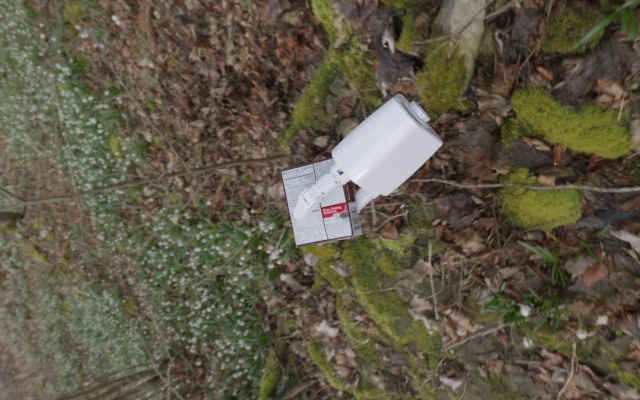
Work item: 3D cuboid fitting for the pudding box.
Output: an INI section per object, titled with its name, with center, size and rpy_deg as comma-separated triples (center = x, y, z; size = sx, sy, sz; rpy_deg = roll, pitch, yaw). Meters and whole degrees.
[pudding box]
center = 0.000, 0.002, 0.658
size = 0.090, 0.113, 0.039
rpy_deg = -12, -3, 23
